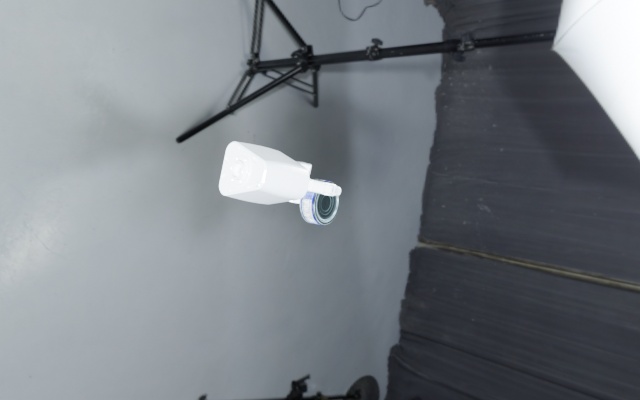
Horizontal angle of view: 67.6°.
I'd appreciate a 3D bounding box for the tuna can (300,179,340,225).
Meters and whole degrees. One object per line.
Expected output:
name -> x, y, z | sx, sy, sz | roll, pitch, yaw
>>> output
tuna can -> 0.001, 0.003, 0.899 | 0.034, 0.086, 0.086 | 9, 5, 36
